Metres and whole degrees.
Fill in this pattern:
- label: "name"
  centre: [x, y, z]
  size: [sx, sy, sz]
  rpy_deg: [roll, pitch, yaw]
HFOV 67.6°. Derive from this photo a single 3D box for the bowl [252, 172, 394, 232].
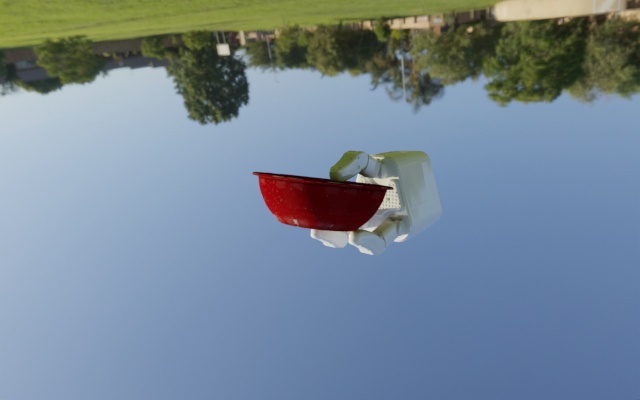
- label: "bowl"
  centre: [-0.001, 0.002, 0.547]
  size: [0.162, 0.055, 0.162]
  rpy_deg: [7, 3, 0]
